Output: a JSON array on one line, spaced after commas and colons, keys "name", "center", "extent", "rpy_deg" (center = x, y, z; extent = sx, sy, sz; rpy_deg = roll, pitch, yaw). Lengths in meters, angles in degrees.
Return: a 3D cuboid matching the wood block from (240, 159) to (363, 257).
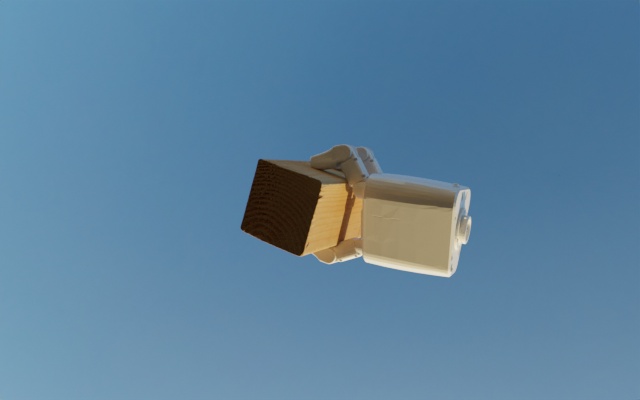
[{"name": "wood block", "center": [0.000, 0.002, 0.624], "extent": [0.090, 0.091, 0.206], "rpy_deg": [21, 12, 25]}]
